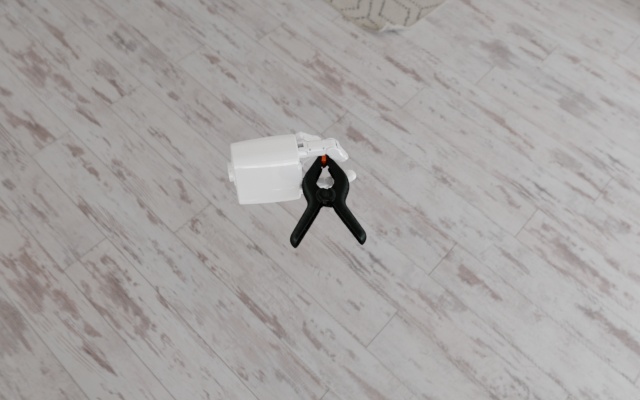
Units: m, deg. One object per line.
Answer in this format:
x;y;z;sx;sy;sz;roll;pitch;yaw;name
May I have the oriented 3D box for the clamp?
0.000;0.002;0.781;0.120;0.171;0.039;-8;-27;-8;clamp
